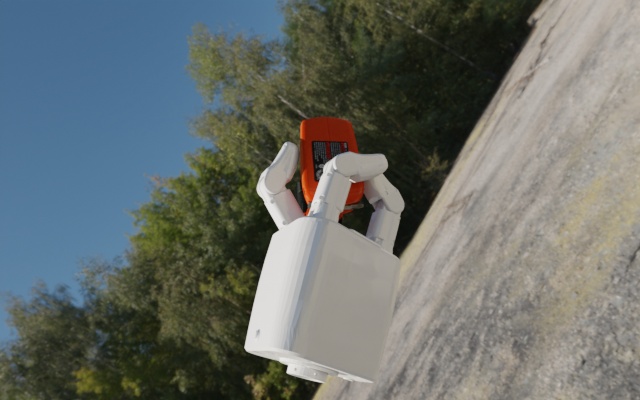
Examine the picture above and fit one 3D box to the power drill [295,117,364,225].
[{"bbox_3d":[0.000,0.002,0.525,0.057,0.184,0.188,-2,-38,-7],"label":"power drill"}]
